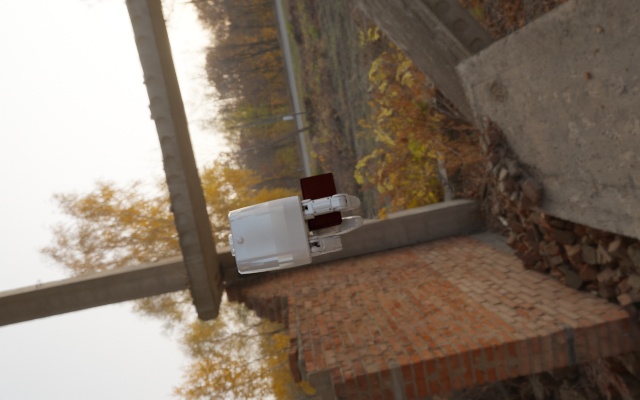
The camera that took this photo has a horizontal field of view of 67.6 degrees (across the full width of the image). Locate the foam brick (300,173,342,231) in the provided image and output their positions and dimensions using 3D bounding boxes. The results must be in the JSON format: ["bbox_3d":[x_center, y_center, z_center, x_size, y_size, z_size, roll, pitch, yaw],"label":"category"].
[{"bbox_3d":[0.000,0.002,0.732,0.051,0.078,0.053,-11,-9,-2],"label":"foam brick"}]
